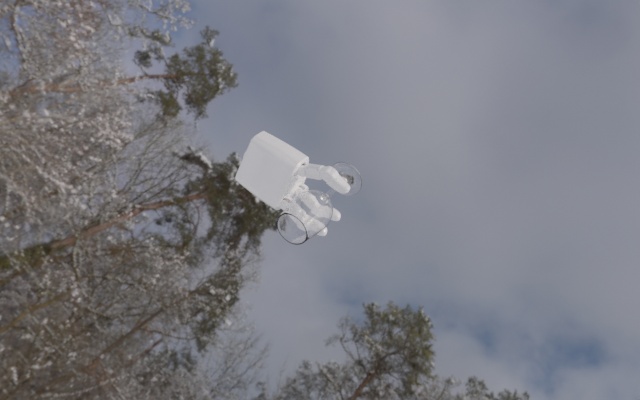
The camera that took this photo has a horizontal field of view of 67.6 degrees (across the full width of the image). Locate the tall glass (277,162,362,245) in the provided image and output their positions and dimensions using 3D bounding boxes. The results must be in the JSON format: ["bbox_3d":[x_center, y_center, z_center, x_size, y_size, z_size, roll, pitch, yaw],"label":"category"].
[{"bbox_3d":[0.001,0.003,0.878,0.079,0.079,0.201,0,28,33],"label":"tall glass"}]
